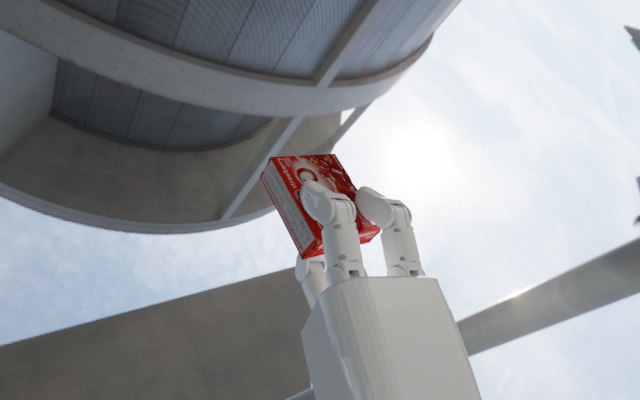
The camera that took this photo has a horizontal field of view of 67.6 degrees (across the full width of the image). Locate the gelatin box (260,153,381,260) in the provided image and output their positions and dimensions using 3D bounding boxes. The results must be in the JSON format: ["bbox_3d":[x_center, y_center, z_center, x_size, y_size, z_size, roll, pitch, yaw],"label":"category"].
[{"bbox_3d":[0.000,0.001,0.410,0.073,0.089,0.030,-8,-33,-40],"label":"gelatin box"}]
